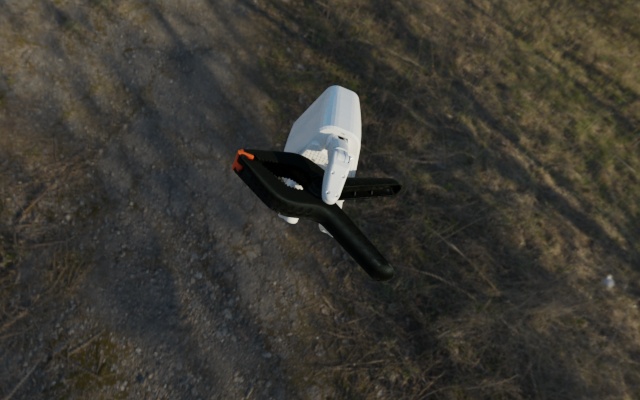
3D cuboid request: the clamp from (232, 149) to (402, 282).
[{"bbox_3d":[0.000,0.001,0.537,0.210,0.036,0.164,19,40,-11],"label":"clamp"}]
